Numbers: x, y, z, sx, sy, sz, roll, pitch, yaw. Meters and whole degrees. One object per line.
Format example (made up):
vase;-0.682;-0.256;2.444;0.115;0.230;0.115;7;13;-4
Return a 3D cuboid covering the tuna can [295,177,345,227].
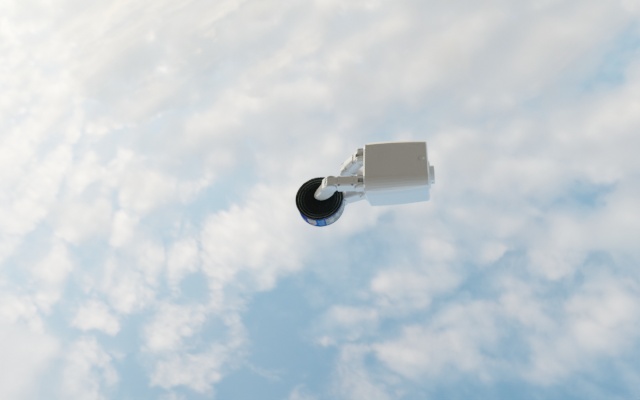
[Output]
tuna can;0.000;0.003;0.849;0.086;0.086;0.034;0;-28;10
